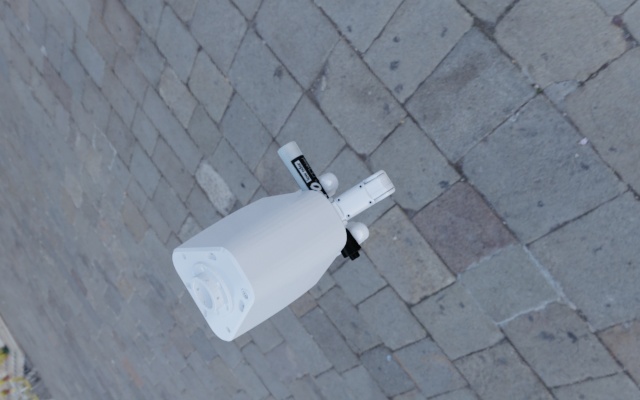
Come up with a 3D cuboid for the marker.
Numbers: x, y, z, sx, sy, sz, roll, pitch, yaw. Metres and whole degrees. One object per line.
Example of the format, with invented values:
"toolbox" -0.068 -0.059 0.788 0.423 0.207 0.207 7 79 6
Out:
"marker" 0.000 0.001 0.435 0.020 0.121 0.020 -32 -2 -2
